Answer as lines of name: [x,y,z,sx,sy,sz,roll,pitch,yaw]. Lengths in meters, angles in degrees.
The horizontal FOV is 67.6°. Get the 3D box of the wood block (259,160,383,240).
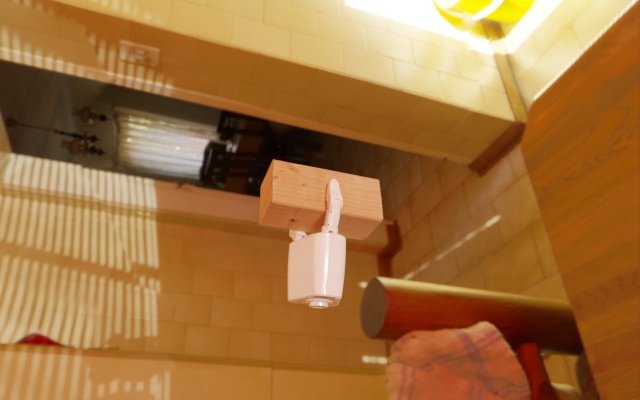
wood block: [0.000,0.003,0.878,0.206,0.090,0.091,10,-33,-18]
